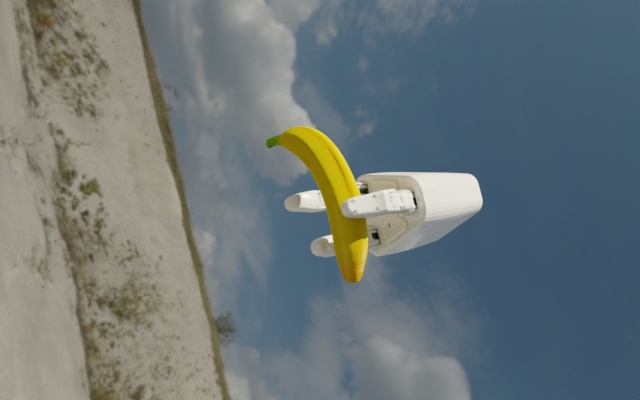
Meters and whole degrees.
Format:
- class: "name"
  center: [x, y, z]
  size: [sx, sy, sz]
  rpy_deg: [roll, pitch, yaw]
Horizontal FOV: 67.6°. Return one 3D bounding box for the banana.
- class: "banana"
  center: [0.007, -0.013, 0.499]
  size: [0.037, 0.197, 0.070]
  rpy_deg: [-6, -35, -40]
